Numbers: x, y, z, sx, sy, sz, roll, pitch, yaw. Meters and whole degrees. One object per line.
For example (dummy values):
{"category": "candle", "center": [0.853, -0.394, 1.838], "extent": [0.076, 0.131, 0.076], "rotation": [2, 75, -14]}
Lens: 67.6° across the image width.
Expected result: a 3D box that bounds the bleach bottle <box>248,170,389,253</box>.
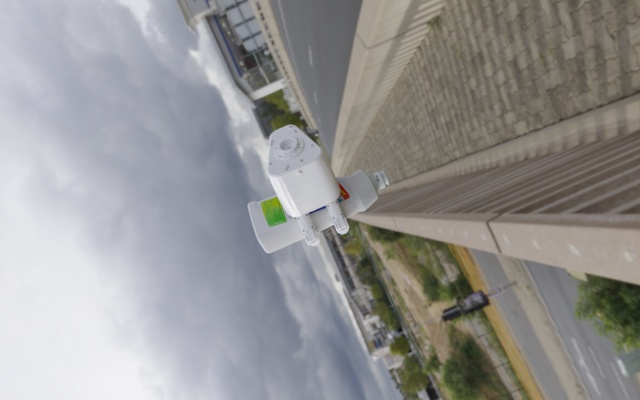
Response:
{"category": "bleach bottle", "center": [0.000, 0.003, 0.866], "extent": [0.251, 0.102, 0.068], "rotation": [-24, -40, 1]}
